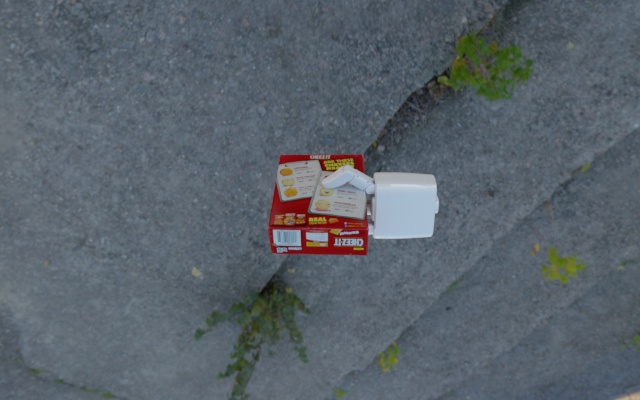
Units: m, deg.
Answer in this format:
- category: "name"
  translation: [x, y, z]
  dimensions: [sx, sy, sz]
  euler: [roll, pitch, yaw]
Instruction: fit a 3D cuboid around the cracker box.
- category: "cracker box"
  translation: [0.000, 0.003, 0.859]
  dimensions: [0.164, 0.072, 0.213]
  euler: [0, 39, 2]
